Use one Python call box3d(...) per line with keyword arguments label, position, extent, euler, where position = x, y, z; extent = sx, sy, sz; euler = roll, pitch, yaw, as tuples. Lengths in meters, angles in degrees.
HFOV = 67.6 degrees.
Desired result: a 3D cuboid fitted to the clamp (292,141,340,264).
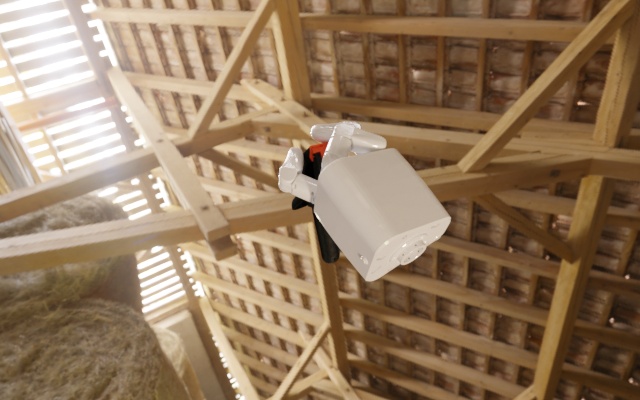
box3d(label="clamp", position=(0.001, 0.002, 0.618), extent=(0.039, 0.120, 0.172), euler=(-25, -28, -21))
